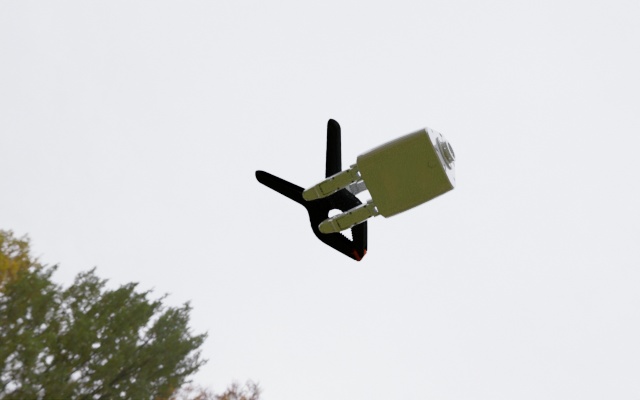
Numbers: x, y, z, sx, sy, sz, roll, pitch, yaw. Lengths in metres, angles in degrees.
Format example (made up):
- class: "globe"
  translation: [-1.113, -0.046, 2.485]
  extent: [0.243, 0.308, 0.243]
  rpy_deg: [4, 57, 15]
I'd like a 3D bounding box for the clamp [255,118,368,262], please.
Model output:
- class: "clamp"
  translation: [0.001, 0.003, 0.727]
  extent: [0.164, 0.210, 0.036]
  rpy_deg: [-23, 7, 29]
